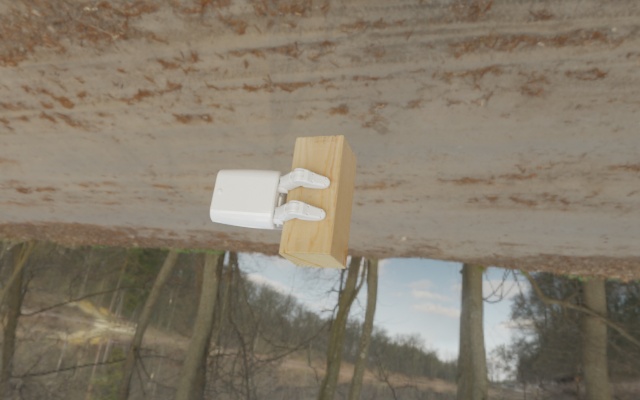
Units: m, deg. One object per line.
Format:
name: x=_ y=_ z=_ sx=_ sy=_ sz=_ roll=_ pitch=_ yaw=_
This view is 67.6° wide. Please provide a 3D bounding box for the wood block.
wood block: x=0.000 y=0.003 z=0.810 sx=0.090 sy=0.206 sz=0.091 roll=0 pitch=-22 yaw=20
